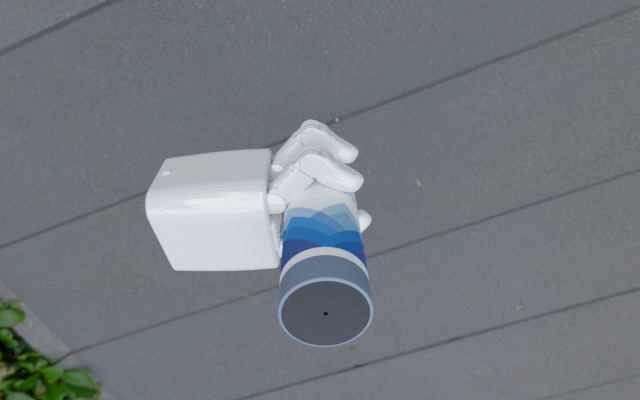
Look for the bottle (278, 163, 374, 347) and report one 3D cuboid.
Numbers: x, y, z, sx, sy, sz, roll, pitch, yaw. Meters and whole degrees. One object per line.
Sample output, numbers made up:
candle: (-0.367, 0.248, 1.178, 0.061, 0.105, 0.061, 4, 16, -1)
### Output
bottle: (0.000, 0.002, 0.454, 0.069, 0.069, 0.295, 0, 32, -2)
